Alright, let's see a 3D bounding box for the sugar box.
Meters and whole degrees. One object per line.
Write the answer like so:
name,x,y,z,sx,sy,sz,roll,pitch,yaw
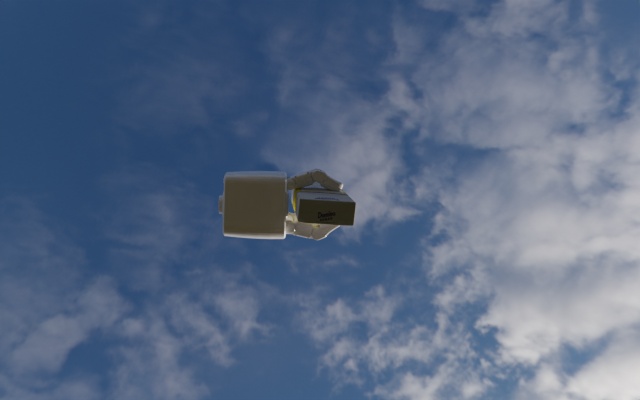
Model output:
sugar box,0.000,0.003,0.834,0.093,0.048,0.176,4,13,-7
